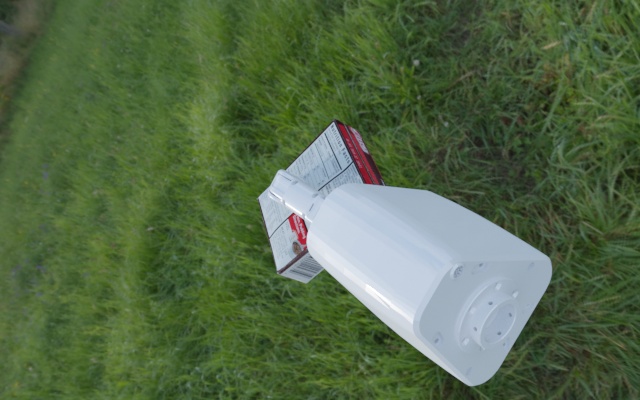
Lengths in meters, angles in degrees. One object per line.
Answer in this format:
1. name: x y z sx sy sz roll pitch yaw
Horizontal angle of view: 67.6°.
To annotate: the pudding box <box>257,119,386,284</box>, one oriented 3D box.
1. pudding box: 0.000 0.001 0.405 0.039 0.090 0.113 24 -56 -42
